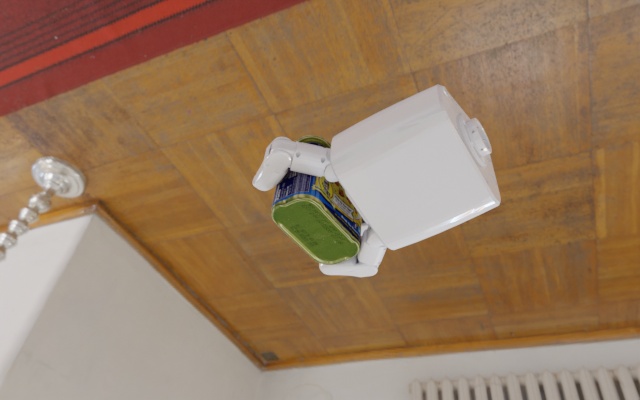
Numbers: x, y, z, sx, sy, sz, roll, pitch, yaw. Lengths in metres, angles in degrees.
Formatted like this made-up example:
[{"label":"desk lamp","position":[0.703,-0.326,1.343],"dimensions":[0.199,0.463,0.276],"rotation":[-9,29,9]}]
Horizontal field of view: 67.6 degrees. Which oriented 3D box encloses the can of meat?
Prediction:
[{"label":"can of meat","position":[0.000,0.002,0.470],"dimensions":[0.057,0.083,0.102],"rotation":[-24,-51,28]}]
